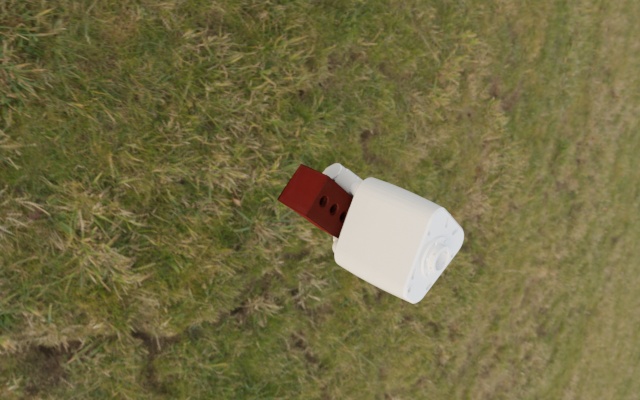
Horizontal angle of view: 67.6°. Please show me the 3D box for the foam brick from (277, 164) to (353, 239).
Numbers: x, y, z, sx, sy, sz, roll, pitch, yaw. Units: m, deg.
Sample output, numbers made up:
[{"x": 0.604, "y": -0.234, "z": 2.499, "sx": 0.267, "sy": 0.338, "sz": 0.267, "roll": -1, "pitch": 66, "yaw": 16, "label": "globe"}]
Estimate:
[{"x": 0.000, "y": 0.002, "z": 0.566, "sx": 0.051, "sy": 0.053, "sz": 0.078, "roll": 28, "pitch": -6, "yaw": 43, "label": "foam brick"}]
